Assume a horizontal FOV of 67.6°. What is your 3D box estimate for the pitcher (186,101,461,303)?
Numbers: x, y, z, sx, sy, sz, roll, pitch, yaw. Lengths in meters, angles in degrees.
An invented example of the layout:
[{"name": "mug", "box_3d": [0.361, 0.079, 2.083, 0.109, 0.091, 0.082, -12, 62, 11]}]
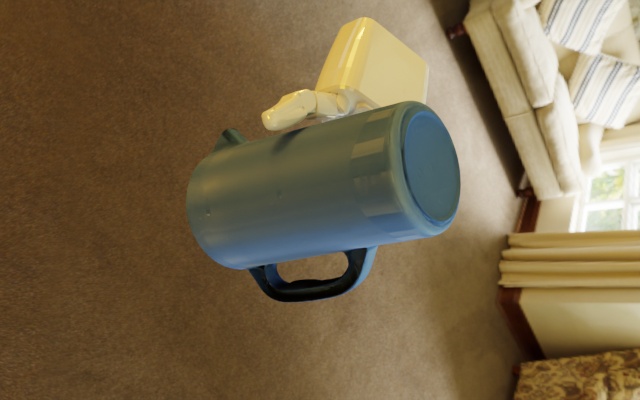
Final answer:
[{"name": "pitcher", "box_3d": [0.000, 0.001, 0.445, 0.243, 0.145, 0.149, -11, -41, 41]}]
